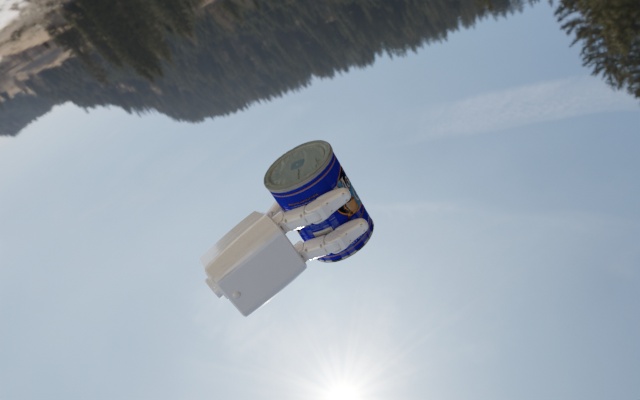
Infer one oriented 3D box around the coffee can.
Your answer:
[{"bbox_3d":[0.000,0.002,0.665,0.103,0.140,0.102,-23,32,15],"label":"coffee can"}]
